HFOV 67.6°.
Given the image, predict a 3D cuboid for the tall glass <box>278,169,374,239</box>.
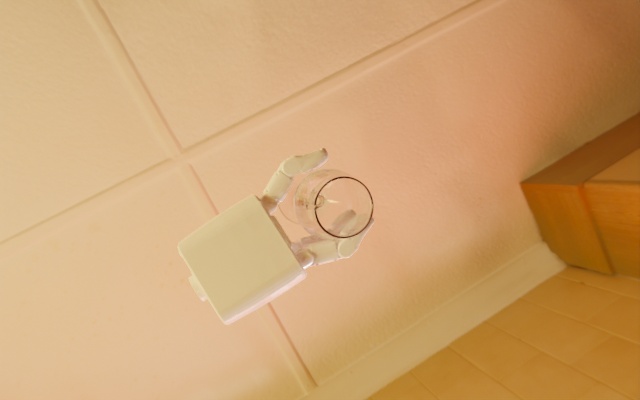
[{"bbox_3d":[0.000,0.002,0.567,0.079,0.079,0.201,0,3,-14],"label":"tall glass"}]
